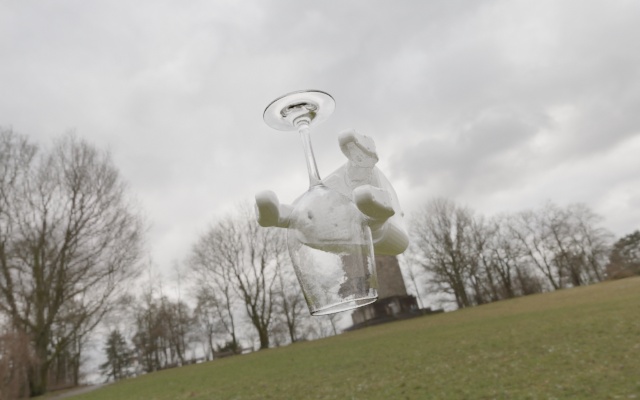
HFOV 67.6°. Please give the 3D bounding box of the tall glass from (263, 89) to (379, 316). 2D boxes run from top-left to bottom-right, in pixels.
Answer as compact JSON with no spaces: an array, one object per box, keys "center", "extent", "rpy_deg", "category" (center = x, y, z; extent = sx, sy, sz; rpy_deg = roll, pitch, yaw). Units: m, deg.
[{"center":[0.000,0.001,0.447],"extent":[0.079,0.201,0.079],"rpy_deg":[-11,-20,-4],"category":"tall glass"}]
